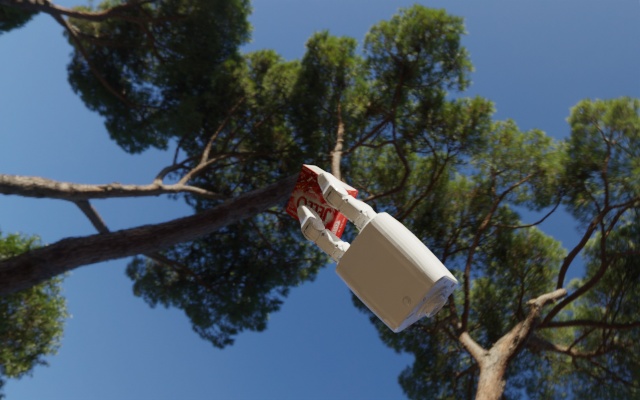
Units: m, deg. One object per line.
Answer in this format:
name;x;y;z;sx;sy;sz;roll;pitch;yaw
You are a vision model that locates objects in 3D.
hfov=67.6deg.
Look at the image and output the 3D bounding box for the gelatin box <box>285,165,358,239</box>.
gelatin box;0.000;0.002;0.646;0.089;0.073;0.030;33;19;37
